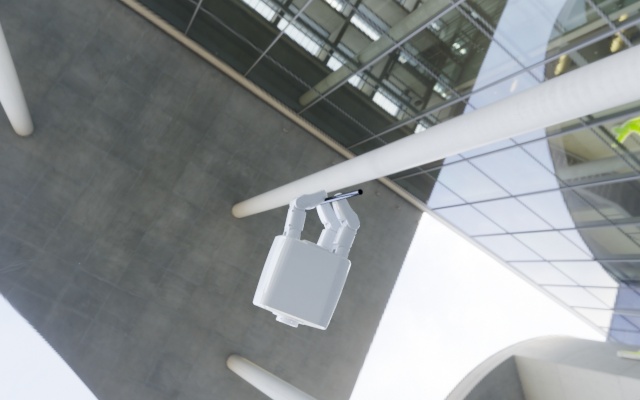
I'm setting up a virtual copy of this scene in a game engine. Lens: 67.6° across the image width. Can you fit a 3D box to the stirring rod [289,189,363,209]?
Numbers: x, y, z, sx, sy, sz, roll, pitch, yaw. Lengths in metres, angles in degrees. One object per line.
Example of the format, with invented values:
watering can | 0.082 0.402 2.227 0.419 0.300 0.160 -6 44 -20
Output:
stirring rod | 0.000 0.002 0.750 0.011 0.011 0.239 0 -7 -27
